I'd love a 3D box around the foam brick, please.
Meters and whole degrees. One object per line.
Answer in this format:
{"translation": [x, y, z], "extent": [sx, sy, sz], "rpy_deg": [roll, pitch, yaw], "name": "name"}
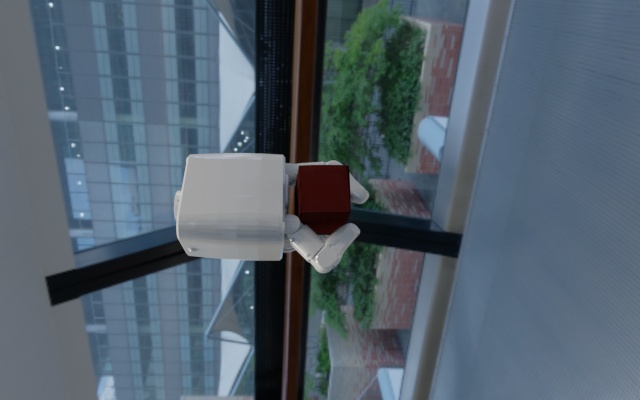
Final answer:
{"translation": [0.000, 0.001, 0.504], "extent": [0.051, 0.053, 0.078], "rpy_deg": [1, -22, -7], "name": "foam brick"}
